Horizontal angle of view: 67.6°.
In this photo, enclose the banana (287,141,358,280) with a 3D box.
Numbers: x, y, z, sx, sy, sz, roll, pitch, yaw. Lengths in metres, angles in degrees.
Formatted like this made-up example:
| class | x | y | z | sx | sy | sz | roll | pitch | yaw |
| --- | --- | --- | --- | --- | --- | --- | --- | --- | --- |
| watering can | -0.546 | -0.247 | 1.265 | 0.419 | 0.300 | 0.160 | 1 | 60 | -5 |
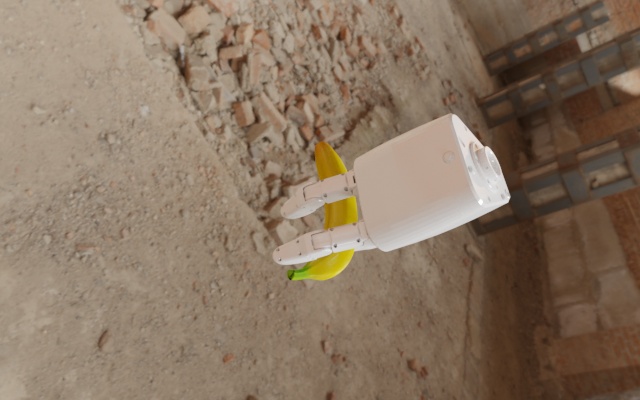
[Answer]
| class | x | y | z | sx | sy | sz | roll | pitch | yaw |
| --- | --- | --- | --- | --- | --- | --- | --- | --- | --- |
| banana | 0.013 | 0.014 | 0.538 | 0.070 | 0.197 | 0.037 | 37 | -48 | -28 |
